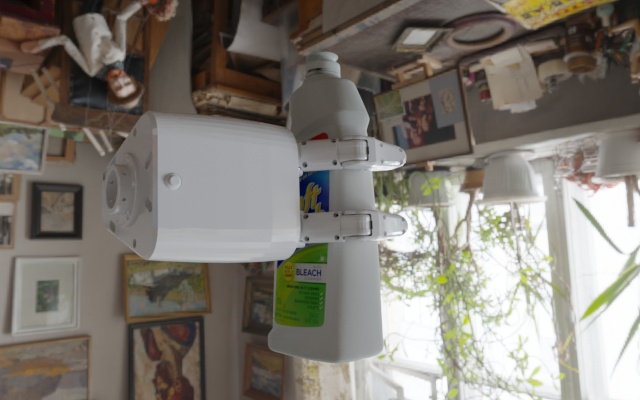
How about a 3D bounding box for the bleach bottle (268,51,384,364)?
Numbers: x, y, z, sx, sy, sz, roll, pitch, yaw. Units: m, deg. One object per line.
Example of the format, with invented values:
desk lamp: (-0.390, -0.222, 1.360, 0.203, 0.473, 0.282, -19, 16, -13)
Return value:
bleach bottle: (0.000, 0.001, 0.409, 0.068, 0.251, 0.102, 3, -8, -41)
